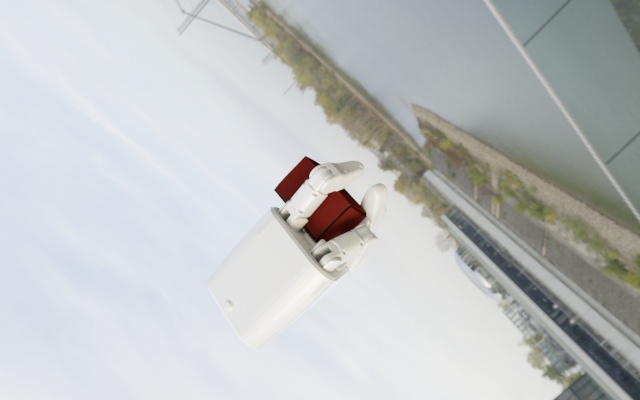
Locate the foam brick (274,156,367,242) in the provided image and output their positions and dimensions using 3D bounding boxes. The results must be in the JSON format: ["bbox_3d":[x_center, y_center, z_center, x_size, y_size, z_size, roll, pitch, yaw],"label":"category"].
[{"bbox_3d":[0.000,0.001,0.497,0.078,0.051,0.053,49,11,26],"label":"foam brick"}]
